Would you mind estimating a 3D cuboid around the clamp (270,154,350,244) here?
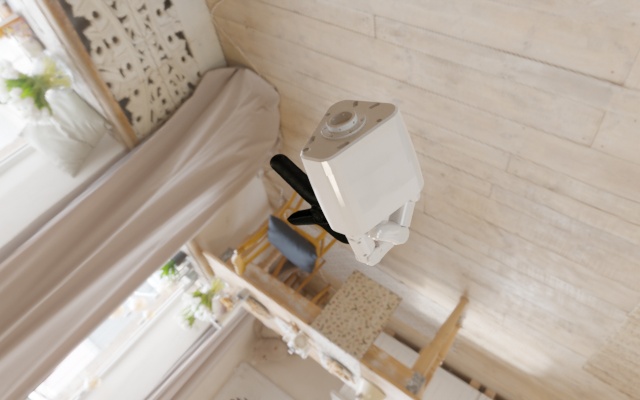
[{"bbox_3d":[0.000,0.003,0.616,0.171,0.120,0.039,16,53,42],"label":"clamp"}]
